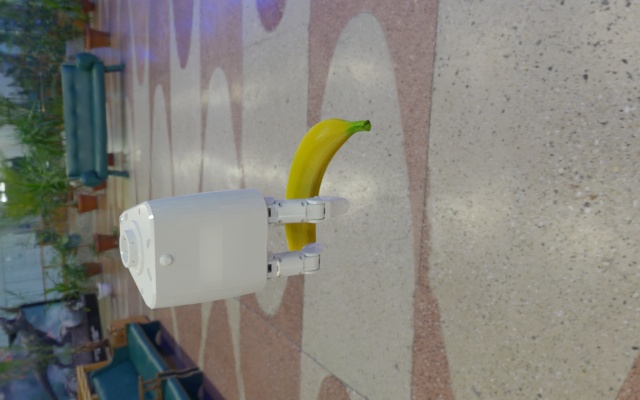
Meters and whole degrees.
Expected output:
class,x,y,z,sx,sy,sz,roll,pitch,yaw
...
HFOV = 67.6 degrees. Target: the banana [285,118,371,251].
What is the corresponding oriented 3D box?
class,x,y,z,sx,sy,sz,roll,pitch,yaw
banana,-0.009,-0.012,0.524,0.037,0.198,0.069,-6,38,-39
